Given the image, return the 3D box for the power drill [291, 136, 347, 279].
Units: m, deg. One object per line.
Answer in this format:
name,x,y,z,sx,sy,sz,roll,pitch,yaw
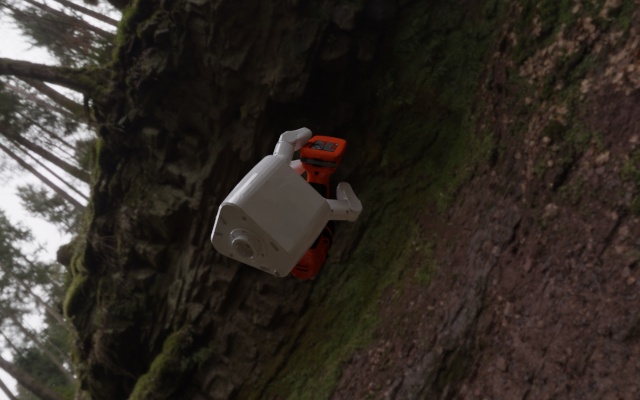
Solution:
power drill,0.000,0.002,0.719,0.057,0.188,0.184,8,20,7
